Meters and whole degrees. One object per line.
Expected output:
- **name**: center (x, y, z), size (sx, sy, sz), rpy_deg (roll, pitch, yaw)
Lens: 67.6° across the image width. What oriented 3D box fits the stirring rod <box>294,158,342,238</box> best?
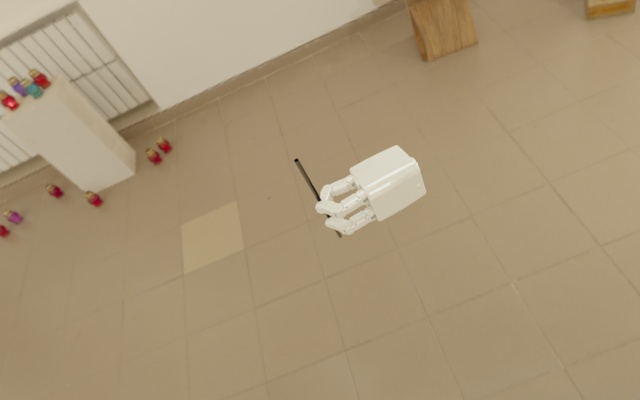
- **stirring rod**: center (0.000, 0.003, 0.891), size (0.011, 0.011, 0.240), rpy_deg (0, -36, 25)
